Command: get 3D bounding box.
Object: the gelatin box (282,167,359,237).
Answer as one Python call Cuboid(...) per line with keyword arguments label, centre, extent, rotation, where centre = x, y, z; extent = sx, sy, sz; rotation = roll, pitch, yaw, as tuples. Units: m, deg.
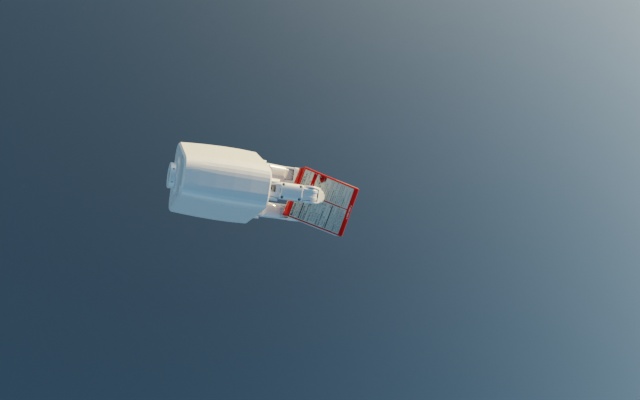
Cuboid(label="gelatin box", centre=(0.001, 0.002, 0.672), extent=(0.089, 0.073, 0.030), rotation=(21, -6, -15))
